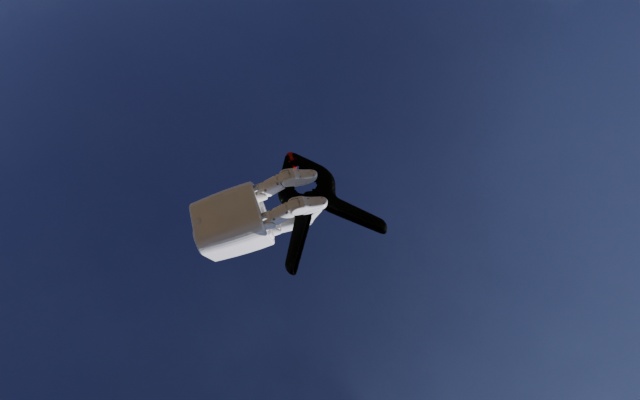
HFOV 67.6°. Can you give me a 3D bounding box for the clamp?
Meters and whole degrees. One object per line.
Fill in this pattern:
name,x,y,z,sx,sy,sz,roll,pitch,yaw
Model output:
clamp,0.000,0.003,0.761,0.164,0.209,0.036,-17,-32,-4
